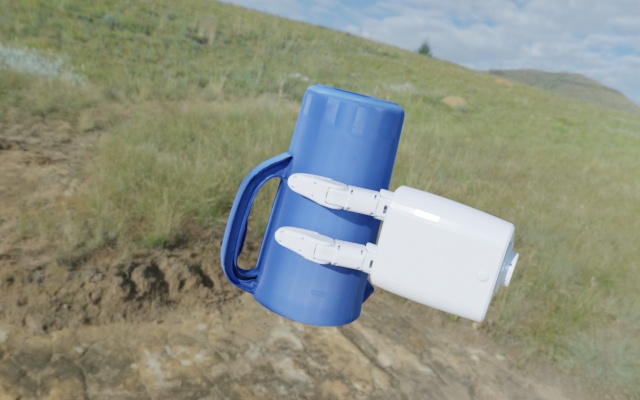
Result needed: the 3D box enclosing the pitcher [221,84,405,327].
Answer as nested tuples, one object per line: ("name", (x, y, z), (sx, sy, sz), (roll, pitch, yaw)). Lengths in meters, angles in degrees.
("pitcher", (0.000, 0.002, 0.523), (0.145, 0.243, 0.149), (19, 13, 23))
